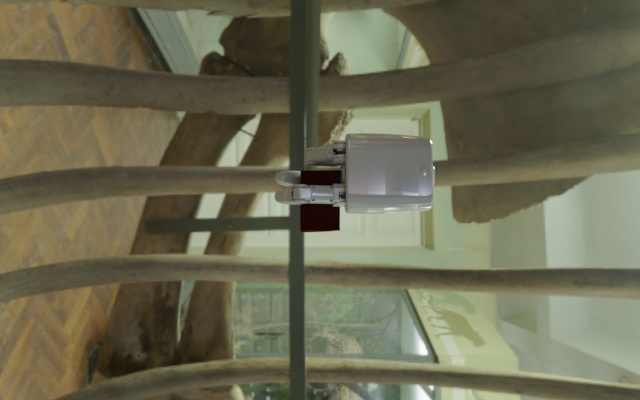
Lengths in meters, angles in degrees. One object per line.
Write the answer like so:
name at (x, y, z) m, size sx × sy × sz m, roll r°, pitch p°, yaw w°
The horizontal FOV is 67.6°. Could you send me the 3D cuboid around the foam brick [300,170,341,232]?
foam brick at (0.000, 0.002, 0.619) m, size 0.051 × 0.078 × 0.053 m, roll 0°, pitch -5°, yaw 0°
